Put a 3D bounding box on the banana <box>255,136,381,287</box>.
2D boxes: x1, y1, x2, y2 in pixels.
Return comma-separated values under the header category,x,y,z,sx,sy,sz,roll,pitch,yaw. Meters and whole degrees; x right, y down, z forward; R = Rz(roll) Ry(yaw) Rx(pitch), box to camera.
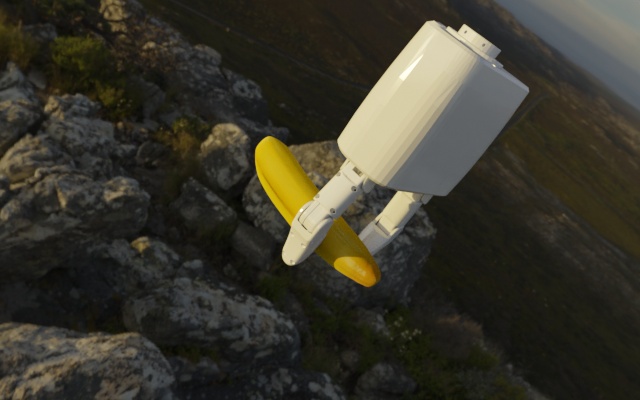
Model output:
category,x,y,z,sx,sy,sz,roll,pitch,yaw
banana,-0.015,-0.004,0.423,0.069,0.037,0.197,16,29,-43
